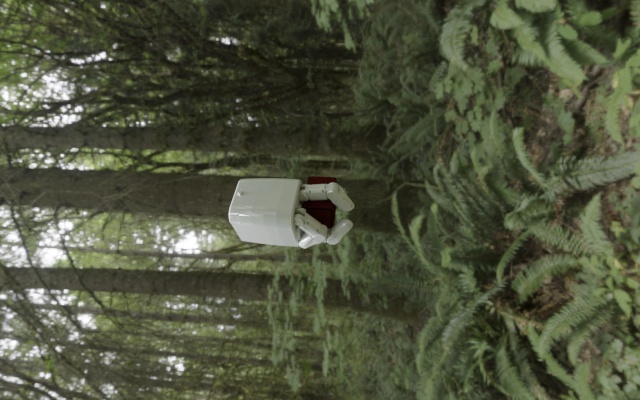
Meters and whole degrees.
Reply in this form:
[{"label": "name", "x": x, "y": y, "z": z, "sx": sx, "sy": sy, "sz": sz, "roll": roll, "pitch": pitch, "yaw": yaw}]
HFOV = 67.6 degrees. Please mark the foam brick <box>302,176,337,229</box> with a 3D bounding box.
[{"label": "foam brick", "x": 0.000, "y": 0.003, "z": 0.826, "sx": 0.051, "sy": 0.078, "sz": 0.053, "roll": 3, "pitch": -43, "yaw": 8}]
